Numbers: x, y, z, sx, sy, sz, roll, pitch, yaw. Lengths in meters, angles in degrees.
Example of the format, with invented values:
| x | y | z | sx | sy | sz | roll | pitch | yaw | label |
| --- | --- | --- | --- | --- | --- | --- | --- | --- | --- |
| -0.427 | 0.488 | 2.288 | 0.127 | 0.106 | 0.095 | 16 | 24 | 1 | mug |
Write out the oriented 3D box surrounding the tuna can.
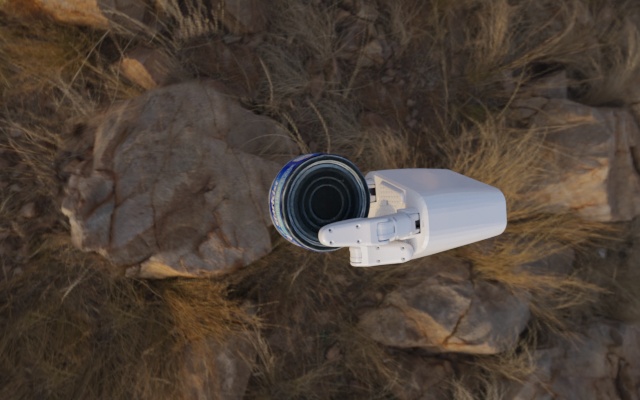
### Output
| x | y | z | sx | sy | sz | roll | pitch | yaw | label |
| --- | --- | --- | --- | --- | --- | --- | --- | --- | --- |
| 0.000 | 0.001 | 0.417 | 0.086 | 0.086 | 0.034 | 0 | 4 | -24 | tuna can |
